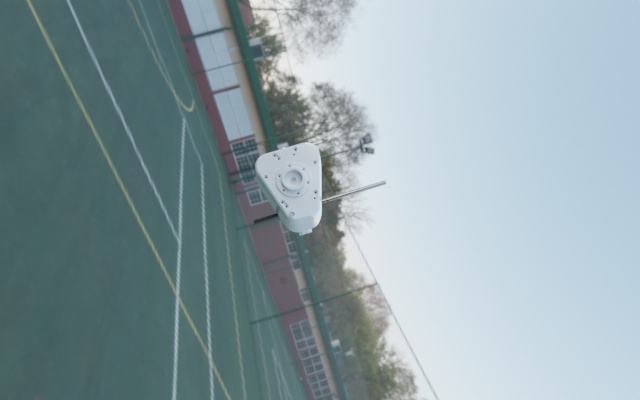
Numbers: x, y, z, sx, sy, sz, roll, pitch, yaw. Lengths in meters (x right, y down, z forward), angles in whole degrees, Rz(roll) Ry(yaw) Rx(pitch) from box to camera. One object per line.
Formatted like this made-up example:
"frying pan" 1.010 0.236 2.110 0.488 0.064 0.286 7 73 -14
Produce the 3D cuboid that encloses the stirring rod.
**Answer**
"stirring rod" 0.000 0.003 0.832 0.239 0.011 0.011 -17 1 -5
